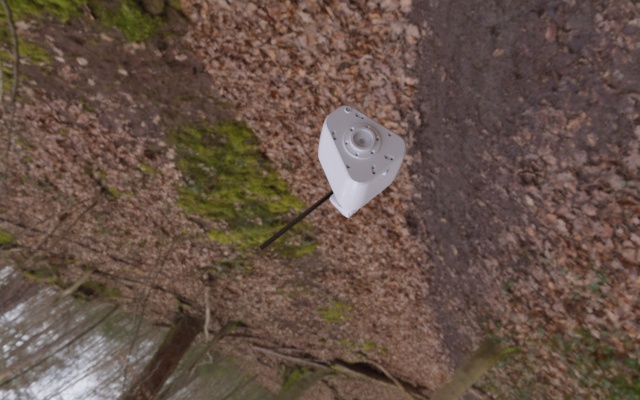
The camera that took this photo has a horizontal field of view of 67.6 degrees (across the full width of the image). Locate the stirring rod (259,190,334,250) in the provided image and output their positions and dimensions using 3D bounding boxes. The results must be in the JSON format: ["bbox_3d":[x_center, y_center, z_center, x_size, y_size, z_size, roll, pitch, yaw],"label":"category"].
[{"bbox_3d":[0.000,0.002,0.769,0.239,0.011,0.011,-38,10,-13],"label":"stirring rod"}]
